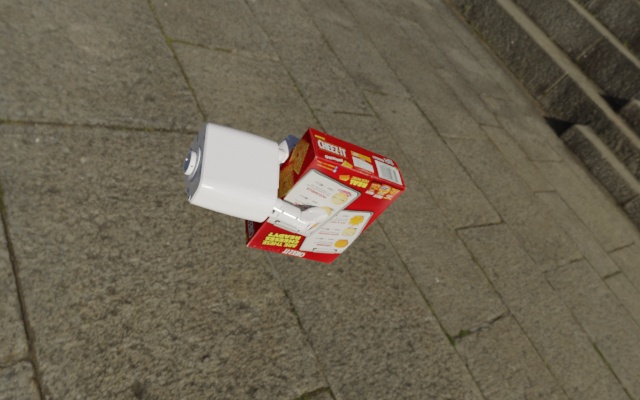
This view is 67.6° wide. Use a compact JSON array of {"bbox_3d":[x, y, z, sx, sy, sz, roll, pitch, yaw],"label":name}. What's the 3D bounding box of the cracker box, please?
[{"bbox_3d":[0.000,0.002,0.747,0.164,0.072,0.214,16,-47,-29],"label":"cracker box"}]
